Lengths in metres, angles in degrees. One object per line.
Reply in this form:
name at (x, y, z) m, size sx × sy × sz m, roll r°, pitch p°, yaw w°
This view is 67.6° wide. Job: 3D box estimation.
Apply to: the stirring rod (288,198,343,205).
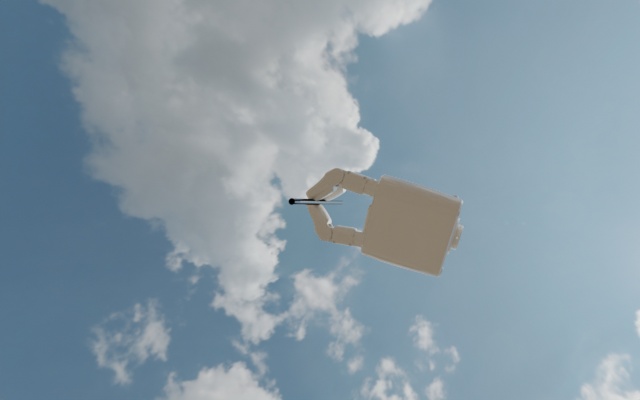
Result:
stirring rod at (0.000, 0.002, 0.665) m, size 0.011 × 0.011 × 0.239 m, roll 0°, pitch -1°, yaw 16°
